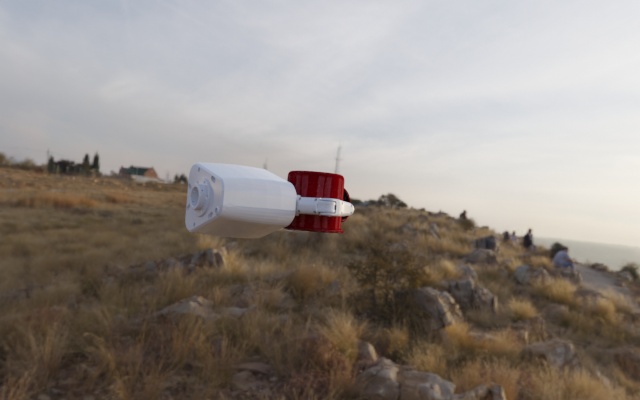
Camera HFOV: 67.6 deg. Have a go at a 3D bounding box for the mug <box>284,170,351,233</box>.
[{"bbox_3d":[0.001,0.002,0.686,0.117,0.081,0.093,5,-1,-39],"label":"mug"}]
